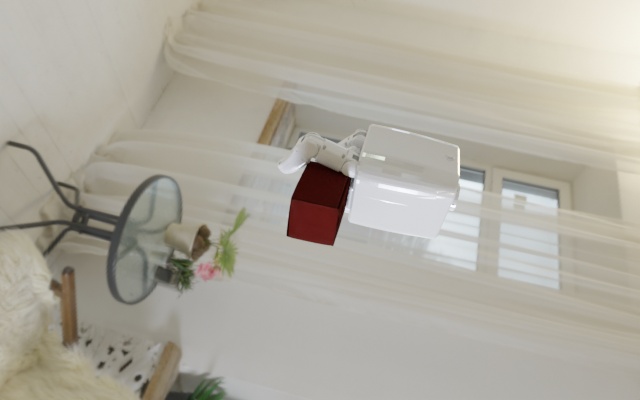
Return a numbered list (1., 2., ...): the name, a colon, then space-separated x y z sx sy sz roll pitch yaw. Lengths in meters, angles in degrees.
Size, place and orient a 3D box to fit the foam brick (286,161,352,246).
1. foam brick: 0.000 0.002 0.513 0.051 0.053 0.078 14 38 6
